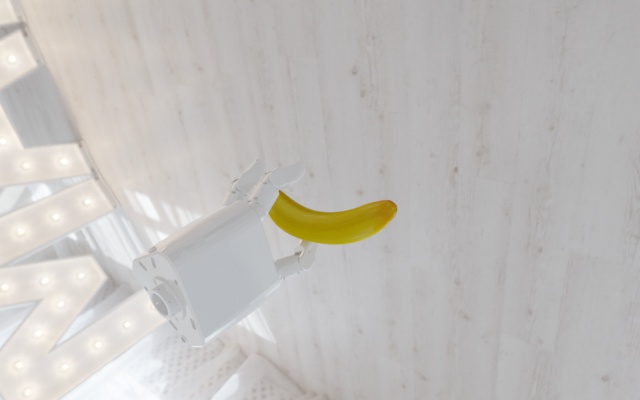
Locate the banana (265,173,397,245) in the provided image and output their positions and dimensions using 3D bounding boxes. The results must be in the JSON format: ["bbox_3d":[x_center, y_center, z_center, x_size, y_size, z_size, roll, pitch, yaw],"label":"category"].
[{"bbox_3d":[0.000,0.018,0.542,0.198,0.070,0.037,13,32,38],"label":"banana"}]
